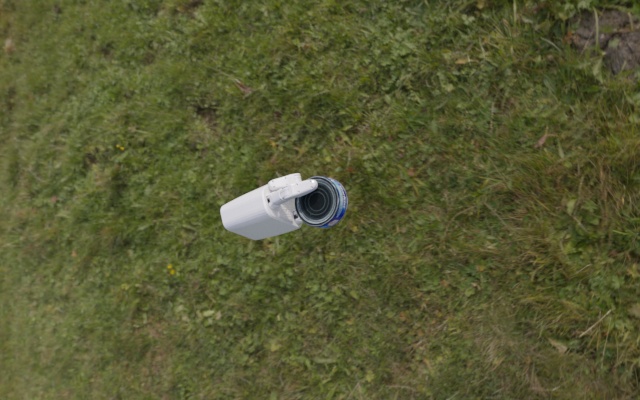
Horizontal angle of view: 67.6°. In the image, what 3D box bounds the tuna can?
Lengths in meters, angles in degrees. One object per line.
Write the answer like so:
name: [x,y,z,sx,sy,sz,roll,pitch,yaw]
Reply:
tuna can: [0.000,0.003,0.795,0.086,0.086,0.034,0,-5,28]
